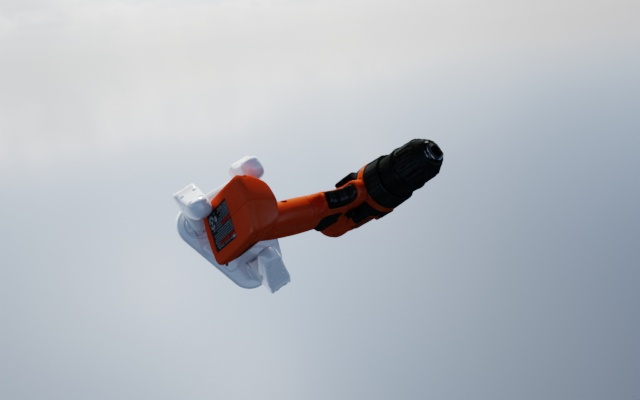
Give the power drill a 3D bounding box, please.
[{"bbox_3d":[0.000,0.002,0.444,0.187,0.057,0.184,-9,-19,-36],"label":"power drill"}]
